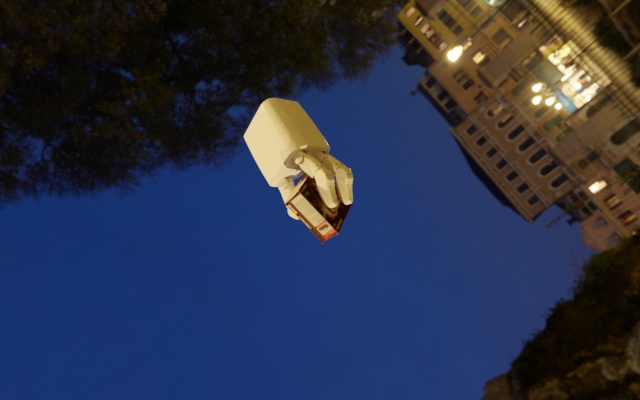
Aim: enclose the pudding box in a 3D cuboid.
[{"bbox_3d":[0.000,0.003,0.756,0.039,0.090,0.113,-39,11,30],"label":"pudding box"}]
